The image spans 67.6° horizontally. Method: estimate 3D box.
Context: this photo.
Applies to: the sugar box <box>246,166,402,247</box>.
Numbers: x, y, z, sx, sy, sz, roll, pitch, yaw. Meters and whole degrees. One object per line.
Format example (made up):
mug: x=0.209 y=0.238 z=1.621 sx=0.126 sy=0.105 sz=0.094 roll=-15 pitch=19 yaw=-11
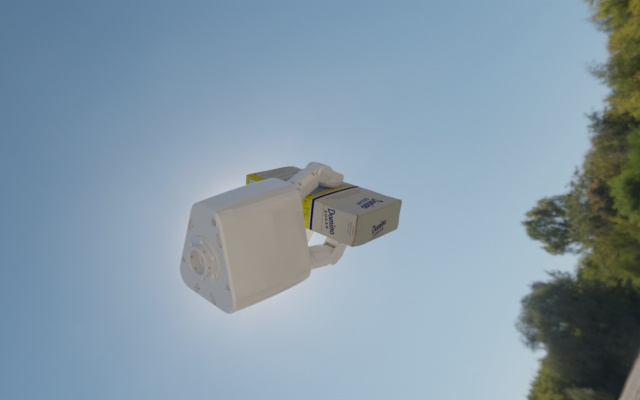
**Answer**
sugar box: x=0.000 y=0.002 z=0.588 sx=0.176 sy=0.048 sz=0.093 roll=23 pitch=25 yaw=36
